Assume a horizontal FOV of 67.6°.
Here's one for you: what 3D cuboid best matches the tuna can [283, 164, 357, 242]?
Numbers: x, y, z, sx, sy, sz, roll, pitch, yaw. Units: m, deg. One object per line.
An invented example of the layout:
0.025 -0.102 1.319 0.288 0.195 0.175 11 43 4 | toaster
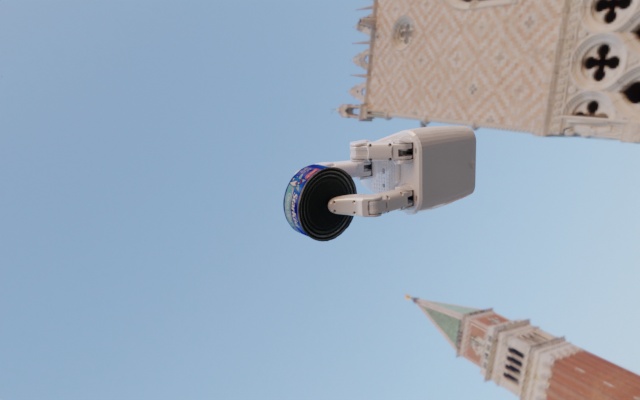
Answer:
0.000 0.002 0.549 0.086 0.086 0.033 0 11 -39 | tuna can
